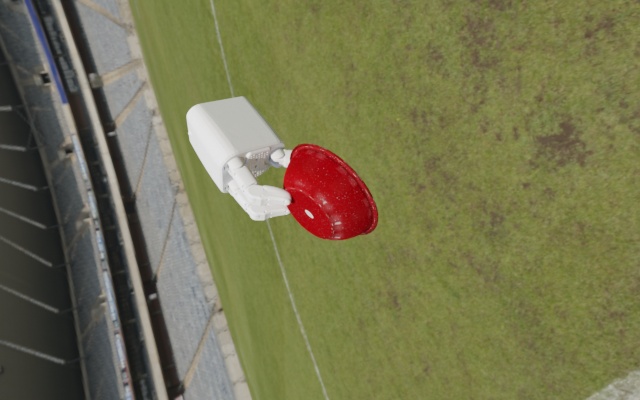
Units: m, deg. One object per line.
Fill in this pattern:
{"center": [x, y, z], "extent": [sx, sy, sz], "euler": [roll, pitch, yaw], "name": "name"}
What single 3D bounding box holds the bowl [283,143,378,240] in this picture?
{"center": [0.001, 0.003, 0.661], "extent": [0.055, 0.162, 0.162], "euler": [-44, 23, -26], "name": "bowl"}
